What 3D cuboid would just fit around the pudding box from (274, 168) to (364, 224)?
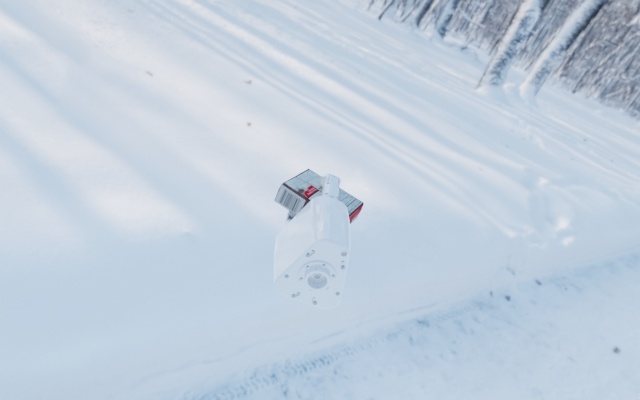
[{"bbox_3d":[0.000,0.002,0.740,0.113,0.039,0.090,34,29,12],"label":"pudding box"}]
